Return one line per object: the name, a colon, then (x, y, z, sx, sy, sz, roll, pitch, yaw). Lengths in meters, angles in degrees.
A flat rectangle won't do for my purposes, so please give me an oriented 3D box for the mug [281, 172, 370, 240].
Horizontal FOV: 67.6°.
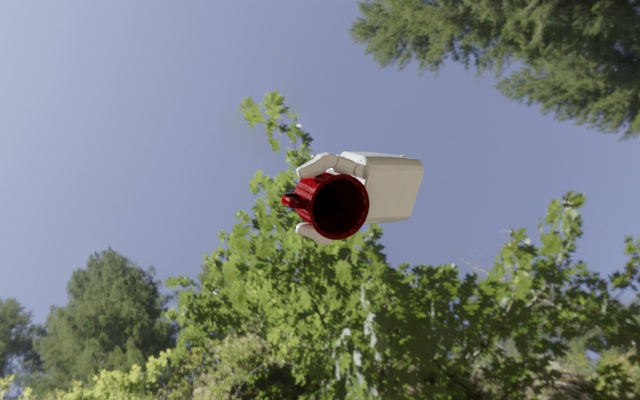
mug: (-0.001, 0.002, 0.686, 0.117, 0.093, 0.081, -1, 11, -24)
